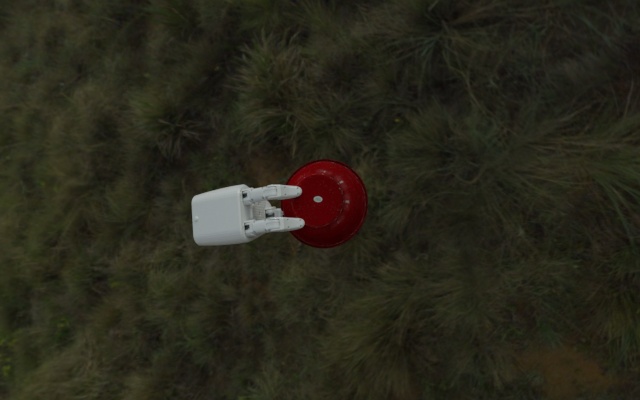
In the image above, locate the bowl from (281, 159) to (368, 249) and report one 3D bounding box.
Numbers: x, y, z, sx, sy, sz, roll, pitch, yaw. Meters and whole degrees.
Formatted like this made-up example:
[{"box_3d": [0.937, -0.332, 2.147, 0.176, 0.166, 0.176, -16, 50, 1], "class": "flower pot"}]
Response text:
[{"box_3d": [0.001, 0.002, 0.831, 0.162, 0.162, 0.055, 0, -6, 12], "class": "bowl"}]
